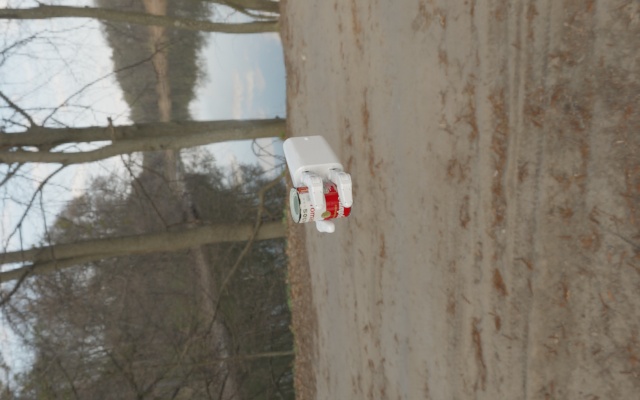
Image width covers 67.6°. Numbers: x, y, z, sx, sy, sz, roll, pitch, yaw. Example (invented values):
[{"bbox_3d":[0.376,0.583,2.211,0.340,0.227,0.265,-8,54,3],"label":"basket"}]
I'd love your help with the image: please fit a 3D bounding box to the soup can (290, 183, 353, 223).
[{"bbox_3d":[0.000,0.003,0.889,0.102,0.068,0.068,-7,2,-18],"label":"soup can"}]
